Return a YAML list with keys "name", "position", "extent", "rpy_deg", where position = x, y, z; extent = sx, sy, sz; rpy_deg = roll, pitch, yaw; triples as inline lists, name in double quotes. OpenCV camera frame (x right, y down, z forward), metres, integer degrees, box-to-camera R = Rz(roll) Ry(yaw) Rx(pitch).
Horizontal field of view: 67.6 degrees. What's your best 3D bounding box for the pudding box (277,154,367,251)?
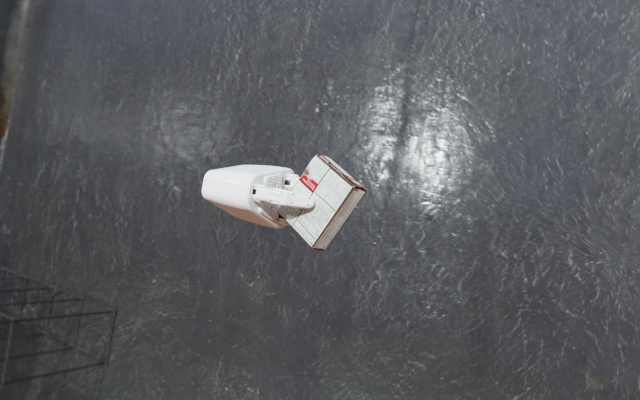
- name: "pudding box"
  position: [0.000, 0.002, 0.694]
  extent: [0.090, 0.113, 0.039]
  rpy_deg: [43, 18, 31]
